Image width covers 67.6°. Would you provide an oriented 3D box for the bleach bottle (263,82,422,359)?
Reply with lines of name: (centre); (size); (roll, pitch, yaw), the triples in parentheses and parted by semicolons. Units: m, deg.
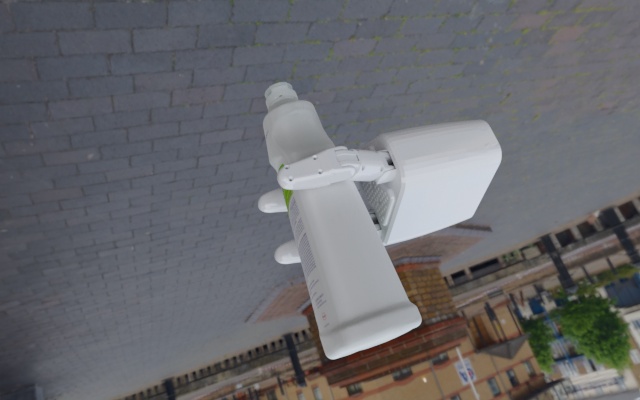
bleach bottle: (0.000, 0.001, 0.414); (0.068, 0.250, 0.103); (-13, -21, -17)
